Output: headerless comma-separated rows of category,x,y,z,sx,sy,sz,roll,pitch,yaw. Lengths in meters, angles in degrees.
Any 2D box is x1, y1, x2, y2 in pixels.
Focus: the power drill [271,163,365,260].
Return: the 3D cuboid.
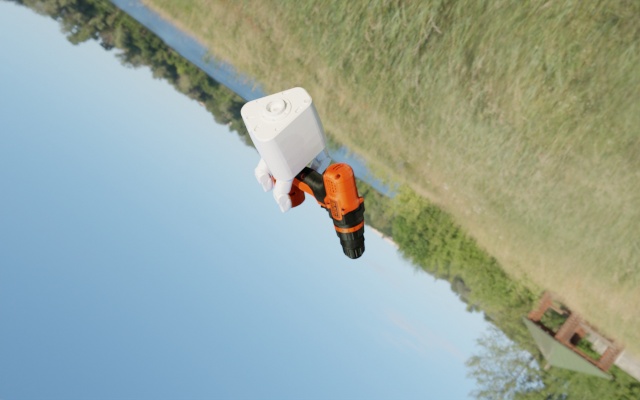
power drill,0.000,0.002,0.837,0.057,0.184,0.187,-34,38,-32
